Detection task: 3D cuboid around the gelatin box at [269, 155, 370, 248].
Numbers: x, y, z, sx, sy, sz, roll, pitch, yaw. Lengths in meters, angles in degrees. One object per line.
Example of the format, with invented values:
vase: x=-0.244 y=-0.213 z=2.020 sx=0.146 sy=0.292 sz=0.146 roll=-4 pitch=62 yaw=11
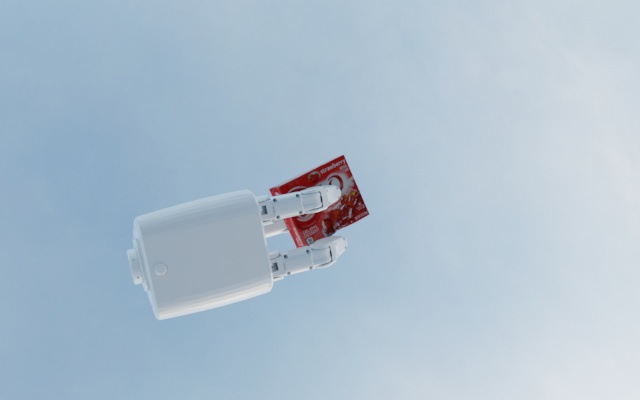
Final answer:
gelatin box: x=0.000 y=0.002 z=0.515 sx=0.089 sy=0.073 sz=0.030 roll=-27 pitch=8 yaw=-25
